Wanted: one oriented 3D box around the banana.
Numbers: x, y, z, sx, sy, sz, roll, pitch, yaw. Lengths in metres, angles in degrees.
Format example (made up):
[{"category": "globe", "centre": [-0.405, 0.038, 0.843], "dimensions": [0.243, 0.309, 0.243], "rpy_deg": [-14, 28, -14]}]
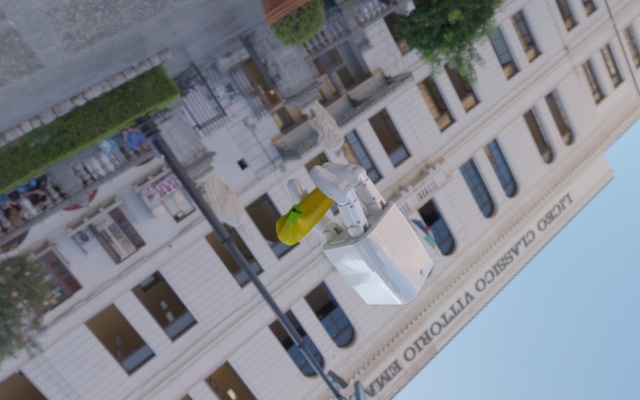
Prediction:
[{"category": "banana", "centre": [-0.014, 0.014, 0.602], "dimensions": [0.070, 0.037, 0.197], "rpy_deg": [-41, 1, 21]}]
